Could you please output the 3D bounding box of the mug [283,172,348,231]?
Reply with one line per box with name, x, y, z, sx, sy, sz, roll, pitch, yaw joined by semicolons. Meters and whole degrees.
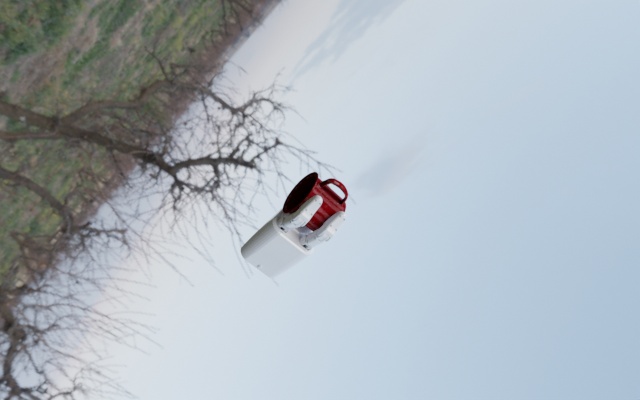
mug;0.001;0.002;0.857;0.081;0.093;0.117;40;-57;-20
